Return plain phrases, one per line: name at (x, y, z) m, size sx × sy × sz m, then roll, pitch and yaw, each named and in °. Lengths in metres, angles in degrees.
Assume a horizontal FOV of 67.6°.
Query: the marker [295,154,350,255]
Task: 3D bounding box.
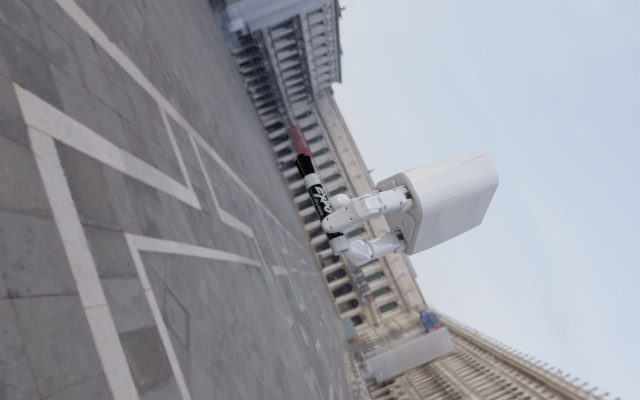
marker at (0.000, 0.002, 0.524) m, size 0.020 × 0.121 × 0.020 m, roll -21°, pitch -17°, yaw -7°
